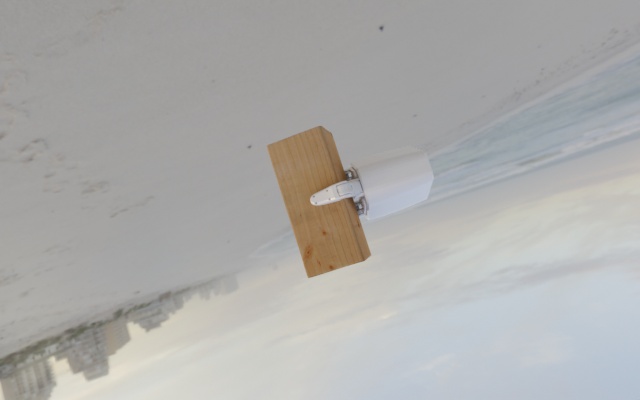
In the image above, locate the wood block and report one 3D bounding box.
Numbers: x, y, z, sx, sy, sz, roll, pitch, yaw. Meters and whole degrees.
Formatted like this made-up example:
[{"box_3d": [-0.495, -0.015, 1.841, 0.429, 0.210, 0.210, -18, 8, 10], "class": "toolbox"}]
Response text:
[{"box_3d": [0.000, 0.002, 0.733, 0.090, 0.206, 0.091, -19, -5, 12], "class": "wood block"}]
